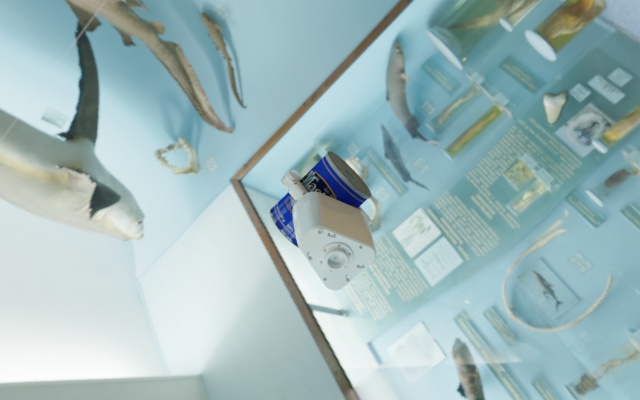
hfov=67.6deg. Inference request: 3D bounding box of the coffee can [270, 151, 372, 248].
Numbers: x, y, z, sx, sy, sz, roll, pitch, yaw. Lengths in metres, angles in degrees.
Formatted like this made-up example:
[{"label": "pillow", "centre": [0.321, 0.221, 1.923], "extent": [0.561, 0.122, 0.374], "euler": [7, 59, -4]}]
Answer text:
[{"label": "coffee can", "centre": [0.000, 0.002, 0.798], "extent": [0.140, 0.103, 0.103], "euler": [-44, -14, 15]}]
